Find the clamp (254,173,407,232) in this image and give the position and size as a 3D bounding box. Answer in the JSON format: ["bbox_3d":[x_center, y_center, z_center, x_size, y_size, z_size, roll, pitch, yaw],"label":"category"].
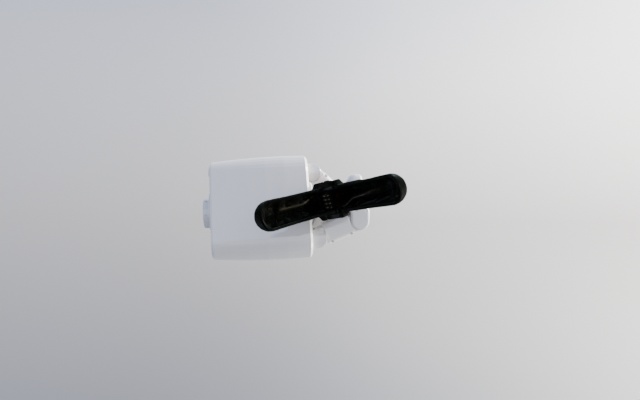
[{"bbox_3d":[0.000,0.001,0.438,0.120,0.039,0.171,-7,-1,-7],"label":"clamp"}]
